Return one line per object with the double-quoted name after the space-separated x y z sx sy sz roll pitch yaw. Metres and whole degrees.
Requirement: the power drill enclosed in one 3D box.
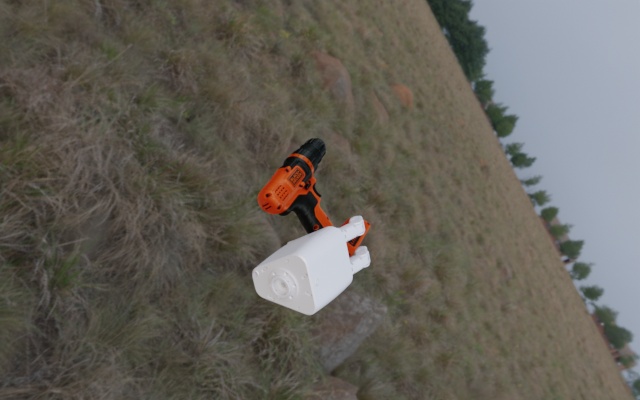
0.000 0.003 0.813 0.057 0.188 0.184 -27 20 48 "power drill"
